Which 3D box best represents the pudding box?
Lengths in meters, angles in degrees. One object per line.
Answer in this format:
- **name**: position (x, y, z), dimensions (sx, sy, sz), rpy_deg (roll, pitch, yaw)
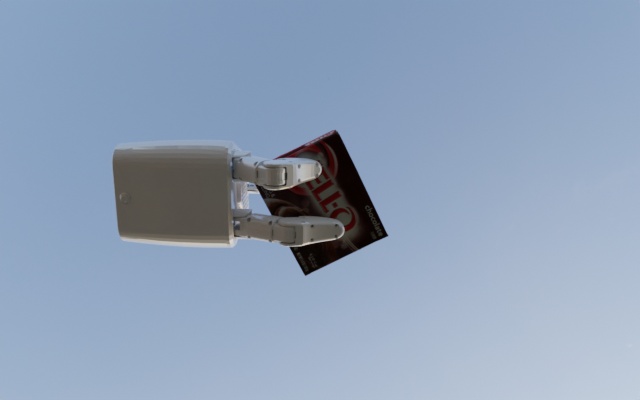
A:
- **pudding box**: position (0.000, 0.001, 0.457), dimensions (0.090, 0.113, 0.039), rpy_deg (-26, 13, 6)
